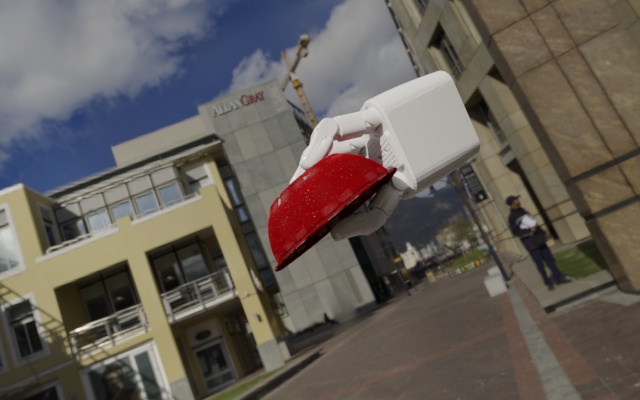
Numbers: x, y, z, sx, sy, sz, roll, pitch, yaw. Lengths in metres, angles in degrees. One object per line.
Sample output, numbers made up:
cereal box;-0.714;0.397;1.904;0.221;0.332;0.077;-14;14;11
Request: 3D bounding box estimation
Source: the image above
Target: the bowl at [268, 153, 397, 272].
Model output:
bowl;-0.001;0.002;0.490;0.162;0.055;0.162;-40;-6;-5
